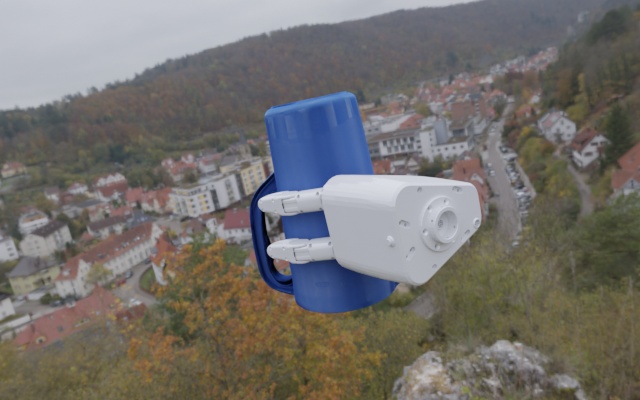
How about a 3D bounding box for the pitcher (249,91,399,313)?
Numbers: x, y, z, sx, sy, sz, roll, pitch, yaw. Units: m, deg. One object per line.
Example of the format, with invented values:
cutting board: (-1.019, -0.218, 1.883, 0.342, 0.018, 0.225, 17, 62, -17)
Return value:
pitcher: (0.000, 0.002, 0.574, 0.149, 0.243, 0.145, -19, 14, -30)
